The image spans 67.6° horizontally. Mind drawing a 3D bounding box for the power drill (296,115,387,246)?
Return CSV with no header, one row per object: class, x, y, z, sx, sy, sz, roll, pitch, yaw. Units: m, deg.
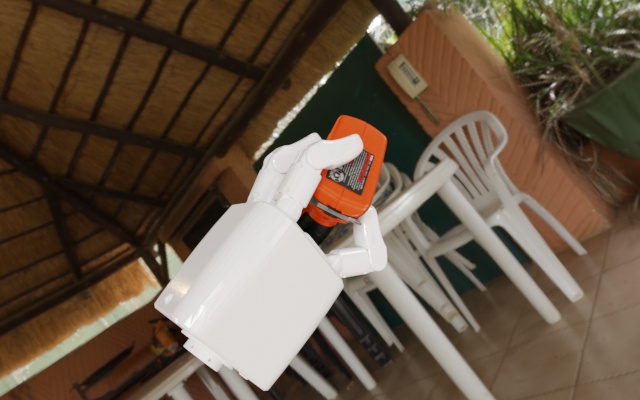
power drill,0.000,0.002,0.496,0.057,0.184,0.188,24,-39,-7
